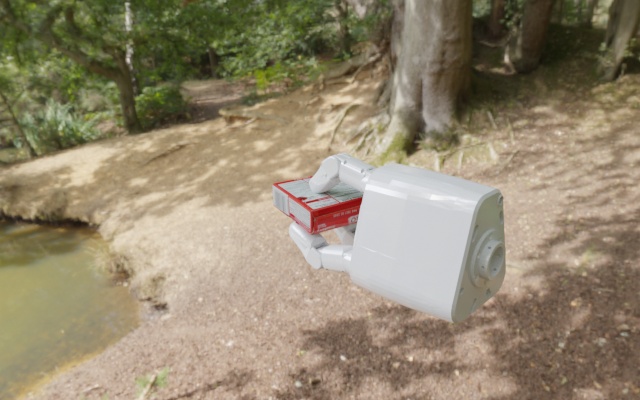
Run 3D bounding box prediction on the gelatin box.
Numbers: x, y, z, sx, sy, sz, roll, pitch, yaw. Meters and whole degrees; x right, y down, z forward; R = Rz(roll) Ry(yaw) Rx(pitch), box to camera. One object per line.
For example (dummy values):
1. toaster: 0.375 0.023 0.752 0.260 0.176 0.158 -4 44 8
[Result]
1. gelatin box: 0.000 0.001 0.515 0.073 0.030 0.089 -13 27 -29
